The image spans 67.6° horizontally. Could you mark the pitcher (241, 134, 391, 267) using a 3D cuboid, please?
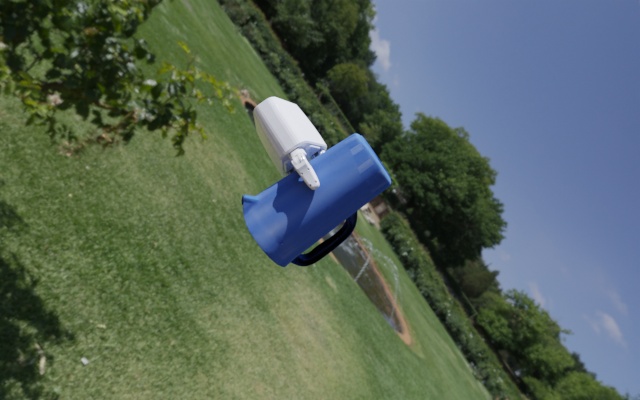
[{"bbox_3d":[0.000,0.003,0.823,0.243,0.145,0.149,-34,-16,6],"label":"pitcher"}]
